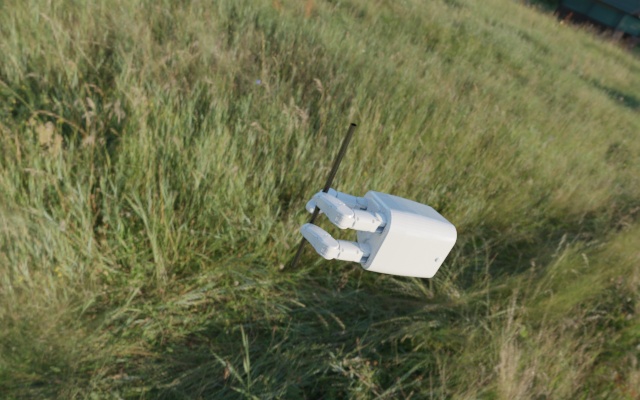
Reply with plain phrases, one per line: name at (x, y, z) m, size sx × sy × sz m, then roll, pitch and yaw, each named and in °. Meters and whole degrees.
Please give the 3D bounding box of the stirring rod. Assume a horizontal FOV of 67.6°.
stirring rod at (0.000, 0.002, 0.641) m, size 0.011 × 0.240 × 0.011 m, roll 16°, pitch 33°, yaw -11°
